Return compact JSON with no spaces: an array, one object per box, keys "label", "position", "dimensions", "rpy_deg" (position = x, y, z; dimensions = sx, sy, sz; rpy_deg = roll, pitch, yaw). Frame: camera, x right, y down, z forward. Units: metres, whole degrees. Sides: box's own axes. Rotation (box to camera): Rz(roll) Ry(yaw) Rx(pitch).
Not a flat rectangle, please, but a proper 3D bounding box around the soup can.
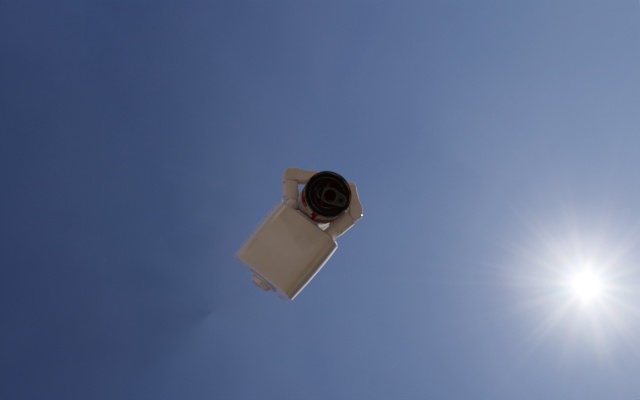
[{"label":"soup can","position":[0.000,0.002,0.716],"dimensions":[0.068,0.068,0.102],"rpy_deg":[0,-13,-13]}]
